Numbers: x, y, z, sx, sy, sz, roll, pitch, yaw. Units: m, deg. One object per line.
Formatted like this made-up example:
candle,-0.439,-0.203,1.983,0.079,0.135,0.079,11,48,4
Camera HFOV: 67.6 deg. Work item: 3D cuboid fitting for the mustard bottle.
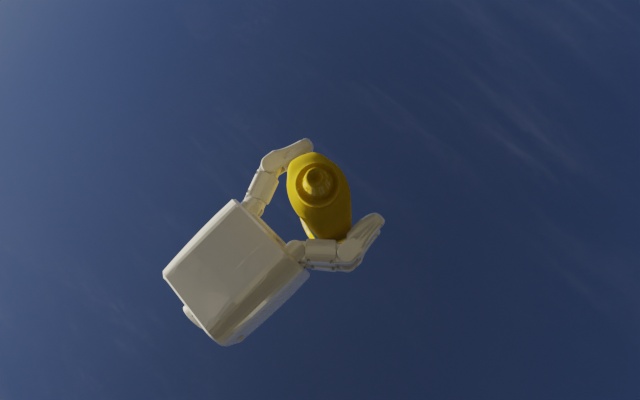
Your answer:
mustard bottle,0.000,0.002,0.502,0.058,0.096,0.192,-21,-13,-2
